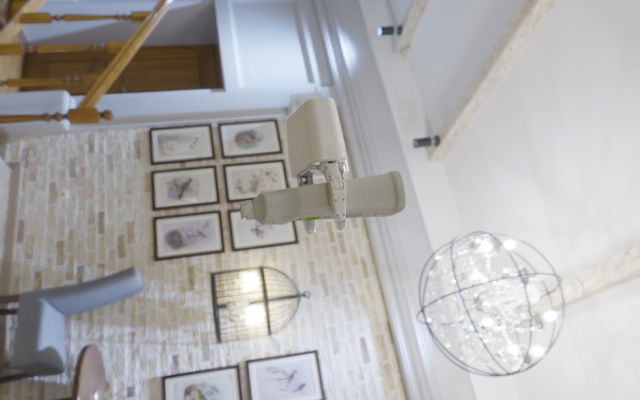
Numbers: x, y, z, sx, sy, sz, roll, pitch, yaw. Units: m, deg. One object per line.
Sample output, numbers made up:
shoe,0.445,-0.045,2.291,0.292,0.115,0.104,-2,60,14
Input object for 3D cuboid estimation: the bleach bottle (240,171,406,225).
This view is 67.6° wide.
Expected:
bleach bottle,0.000,0.003,0.757,0.251,0.068,0.102,-6,-10,-12
